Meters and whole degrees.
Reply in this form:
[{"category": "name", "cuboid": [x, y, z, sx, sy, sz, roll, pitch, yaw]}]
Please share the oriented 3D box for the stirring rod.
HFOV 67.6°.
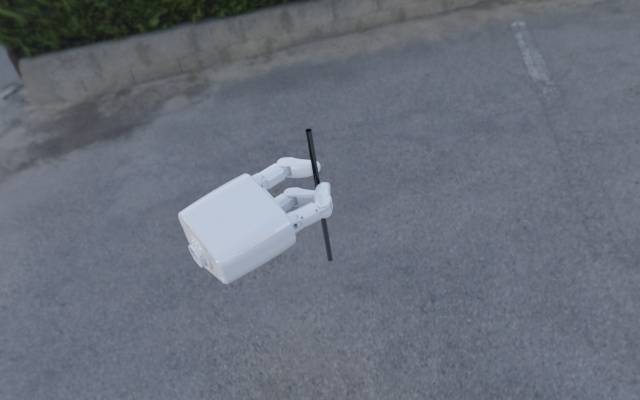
[{"category": "stirring rod", "cuboid": [0.000, 0.002, 0.685, 0.011, 0.240, 0.011, -6, 39, 5]}]
